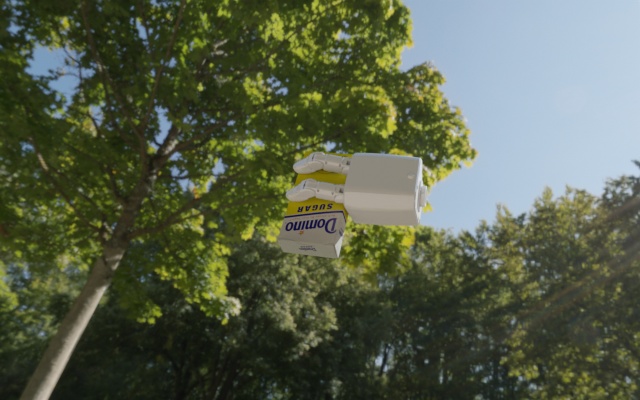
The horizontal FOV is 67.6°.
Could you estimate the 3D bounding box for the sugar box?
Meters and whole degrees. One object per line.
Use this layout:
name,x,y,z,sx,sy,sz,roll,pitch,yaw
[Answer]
sugar box,0.000,0.002,0.766,0.093,0.176,0.048,4,-35,16
